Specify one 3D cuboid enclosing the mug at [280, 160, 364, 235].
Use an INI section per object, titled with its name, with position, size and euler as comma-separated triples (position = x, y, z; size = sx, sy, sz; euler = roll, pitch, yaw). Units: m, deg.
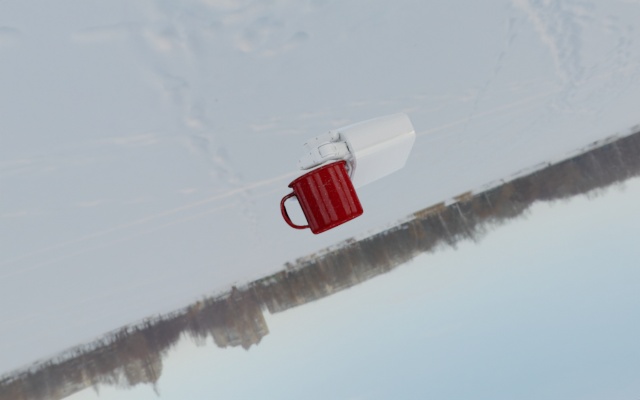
[mug]
position = -0.001, 0.003, 0.685
size = 0.117, 0.081, 0.093
euler = -22, -6, -14
